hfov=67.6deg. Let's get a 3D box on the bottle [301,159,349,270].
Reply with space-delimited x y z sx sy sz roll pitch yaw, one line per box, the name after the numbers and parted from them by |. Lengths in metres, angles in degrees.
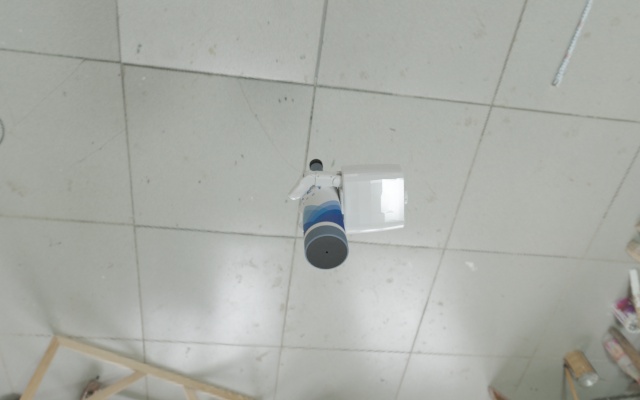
0.000 0.003 0.835 0.069 0.069 0.295 0 31 -4 | bottle
